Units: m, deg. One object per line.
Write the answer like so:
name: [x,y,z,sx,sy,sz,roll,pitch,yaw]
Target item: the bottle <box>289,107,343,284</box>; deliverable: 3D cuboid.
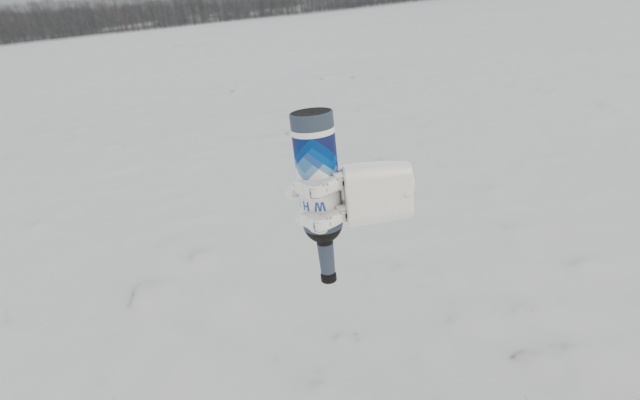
bottle: [0.000,0.002,0.772,0.069,0.296,0.069,-5,22,2]
